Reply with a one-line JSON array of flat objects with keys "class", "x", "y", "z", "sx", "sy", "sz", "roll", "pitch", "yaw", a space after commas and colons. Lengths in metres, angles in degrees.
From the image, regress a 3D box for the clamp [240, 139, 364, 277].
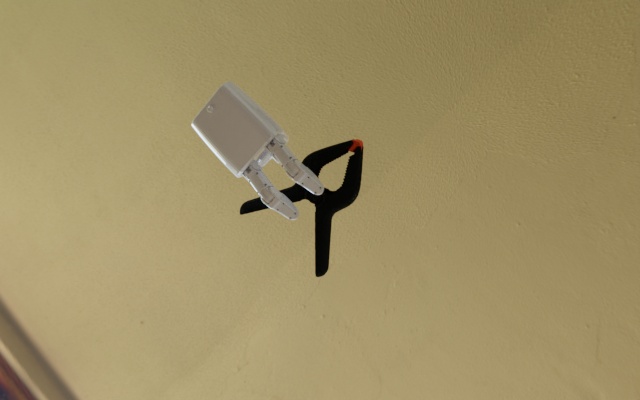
[{"class": "clamp", "x": 0.000, "y": 0.002, "z": 0.704, "sx": 0.210, "sy": 0.164, "sz": 0.036, "roll": -45, "pitch": 0, "yaw": 18}]
